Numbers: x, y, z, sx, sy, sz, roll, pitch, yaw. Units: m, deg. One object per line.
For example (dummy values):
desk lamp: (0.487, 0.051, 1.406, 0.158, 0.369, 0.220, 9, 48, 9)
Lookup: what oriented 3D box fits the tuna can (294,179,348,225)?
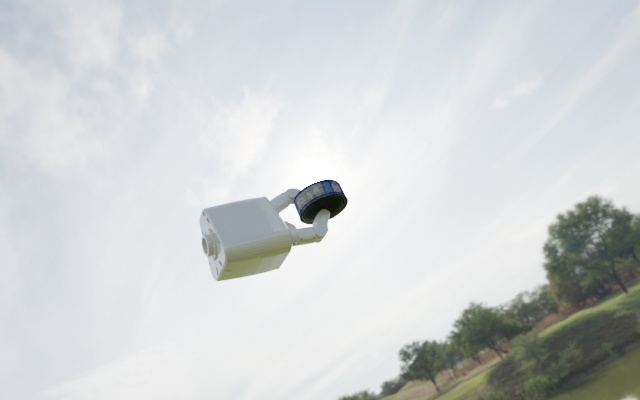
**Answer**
tuna can: (0.000, 0.002, 0.789, 0.086, 0.033, 0.086, -19, -28, -11)
